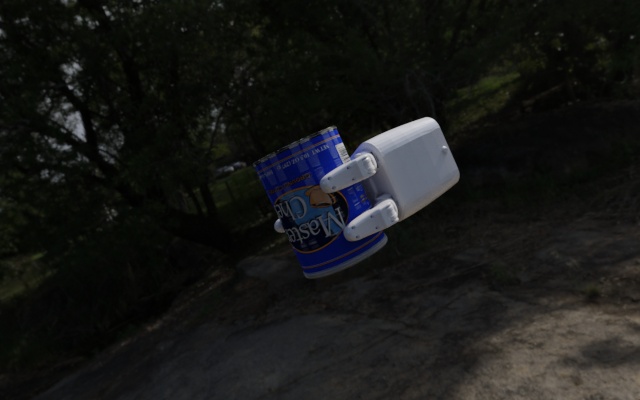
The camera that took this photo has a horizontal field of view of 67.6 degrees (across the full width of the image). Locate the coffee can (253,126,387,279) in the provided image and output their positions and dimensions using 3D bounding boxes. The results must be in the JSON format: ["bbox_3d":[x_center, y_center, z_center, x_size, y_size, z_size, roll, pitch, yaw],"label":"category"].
[{"bbox_3d":[0.000,0.002,0.536,0.103,0.140,0.103,-25,4,2],"label":"coffee can"}]
